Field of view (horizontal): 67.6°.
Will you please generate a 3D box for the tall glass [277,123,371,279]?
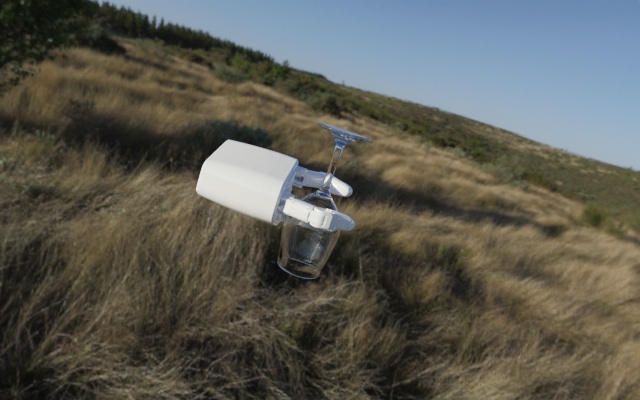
[{"bbox_3d":[0.000,0.002,0.644,0.079,0.201,0.079,18,11,-4],"label":"tall glass"}]
